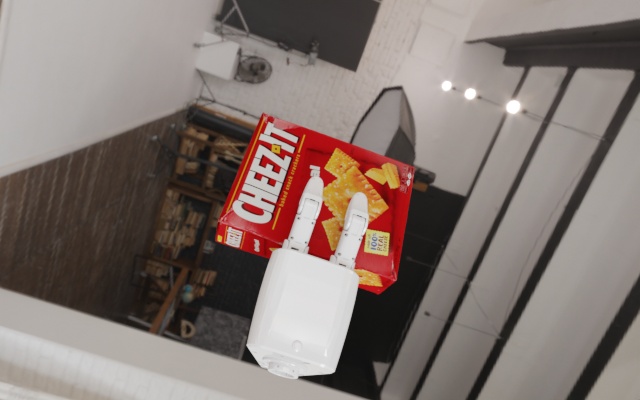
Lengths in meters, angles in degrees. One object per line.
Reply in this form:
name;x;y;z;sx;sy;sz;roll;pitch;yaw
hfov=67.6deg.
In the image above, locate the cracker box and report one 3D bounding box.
cracker box;0.000;0.002;0.593;0.214;0.164;0.072;19;-29;-5
